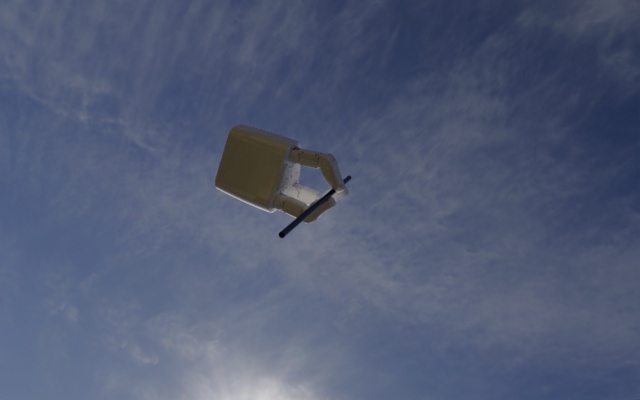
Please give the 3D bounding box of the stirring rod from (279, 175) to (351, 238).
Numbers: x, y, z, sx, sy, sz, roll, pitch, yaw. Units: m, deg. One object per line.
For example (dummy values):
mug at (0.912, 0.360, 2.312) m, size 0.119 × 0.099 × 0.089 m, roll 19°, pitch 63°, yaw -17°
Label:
stirring rod at (0.000, 0.002, 0.675) m, size 0.011 × 0.011 × 0.239 m, roll 0°, pitch 19°, yaw 24°
